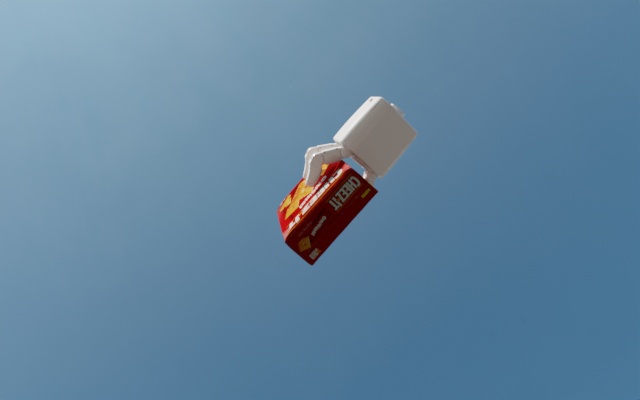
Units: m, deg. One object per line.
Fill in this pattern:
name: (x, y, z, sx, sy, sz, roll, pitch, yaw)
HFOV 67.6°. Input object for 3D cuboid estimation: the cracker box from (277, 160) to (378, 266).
cracker box: (0.000, 0.003, 0.859, 0.072, 0.164, 0.213, 40, 4, -14)
